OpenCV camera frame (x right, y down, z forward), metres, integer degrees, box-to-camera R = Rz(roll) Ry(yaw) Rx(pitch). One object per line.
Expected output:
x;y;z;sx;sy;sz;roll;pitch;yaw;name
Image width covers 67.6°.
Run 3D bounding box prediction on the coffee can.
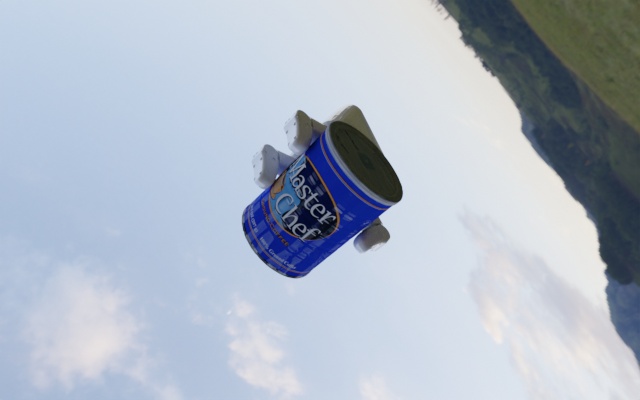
0.000;0.002;0.500;0.140;0.102;0.103;-42;-22;27;coffee can
